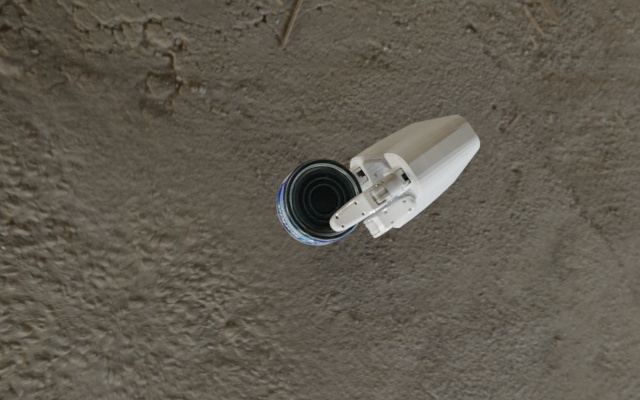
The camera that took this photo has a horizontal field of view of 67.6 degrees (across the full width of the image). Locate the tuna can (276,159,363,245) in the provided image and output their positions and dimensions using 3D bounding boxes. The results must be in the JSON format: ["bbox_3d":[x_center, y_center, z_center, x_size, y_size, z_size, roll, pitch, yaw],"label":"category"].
[{"bbox_3d":[0.000,0.002,0.484,0.086,0.086,0.034,0,-10,-18],"label":"tuna can"}]
